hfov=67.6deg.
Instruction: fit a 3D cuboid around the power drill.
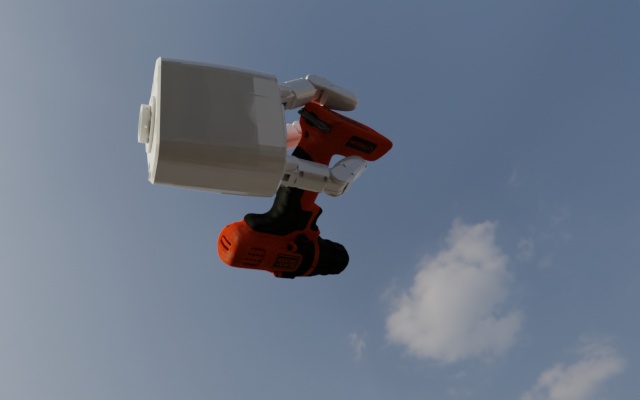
[{"bbox_3d":[0.000,0.001,0.517,0.184,0.188,0.057,14,19,-48],"label":"power drill"}]
